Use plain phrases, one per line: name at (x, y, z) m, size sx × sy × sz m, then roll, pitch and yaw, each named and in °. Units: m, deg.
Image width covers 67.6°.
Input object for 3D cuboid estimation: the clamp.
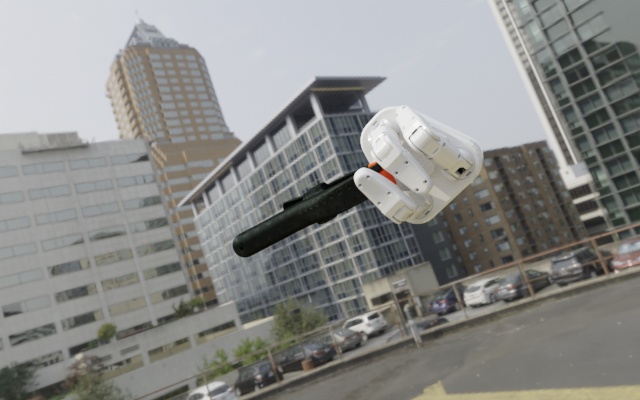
clamp at (0.000, 0.001, 0.488) m, size 0.171 × 0.039 × 0.120 m, roll -24°, pitch 14°, yaw 22°
